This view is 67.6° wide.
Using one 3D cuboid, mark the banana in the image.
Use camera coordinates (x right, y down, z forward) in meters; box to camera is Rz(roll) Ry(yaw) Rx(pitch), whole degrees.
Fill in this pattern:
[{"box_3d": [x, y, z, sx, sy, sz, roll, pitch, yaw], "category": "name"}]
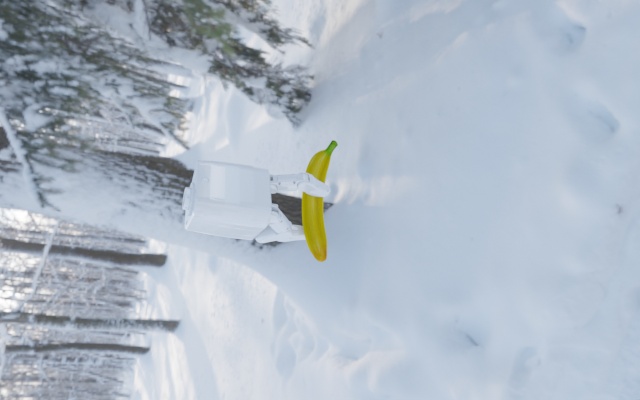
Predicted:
[{"box_3d": [-0.007, 0.002, 0.778, 0.037, 0.197, 0.069, 9, -13, -21], "category": "banana"}]
